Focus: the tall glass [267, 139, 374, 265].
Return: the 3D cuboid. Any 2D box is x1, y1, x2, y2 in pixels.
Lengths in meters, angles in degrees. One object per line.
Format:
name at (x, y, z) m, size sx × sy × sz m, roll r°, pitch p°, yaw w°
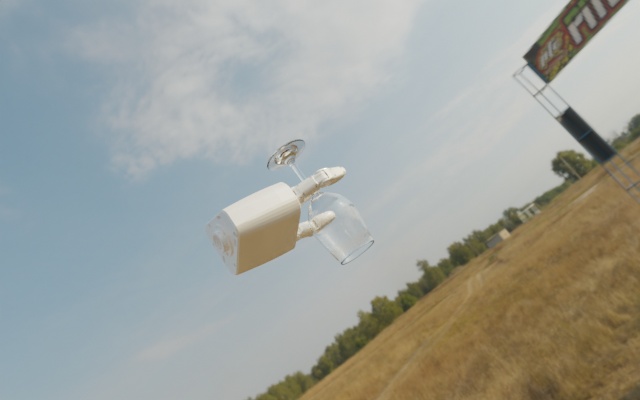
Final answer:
tall glass at (0.000, 0.002, 0.749) m, size 0.079 × 0.201 × 0.079 m, roll -33°, pitch -17°, yaw -11°
